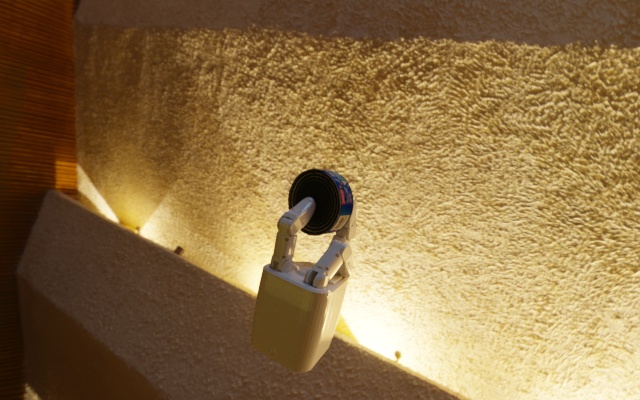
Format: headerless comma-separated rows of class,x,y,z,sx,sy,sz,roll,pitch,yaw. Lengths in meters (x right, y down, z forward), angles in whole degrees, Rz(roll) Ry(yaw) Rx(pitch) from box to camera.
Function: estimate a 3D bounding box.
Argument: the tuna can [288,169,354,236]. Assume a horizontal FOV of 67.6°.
tuna can,0.000,0.002,0.621,0.086,0.086,0.034,0,2,38
